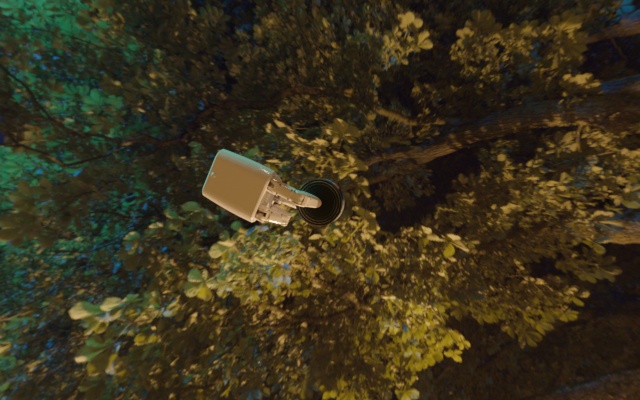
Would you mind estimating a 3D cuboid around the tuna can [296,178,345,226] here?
[{"bbox_3d":[0.000,0.003,0.865,0.086,0.086,0.034,0,3,13],"label":"tuna can"}]
